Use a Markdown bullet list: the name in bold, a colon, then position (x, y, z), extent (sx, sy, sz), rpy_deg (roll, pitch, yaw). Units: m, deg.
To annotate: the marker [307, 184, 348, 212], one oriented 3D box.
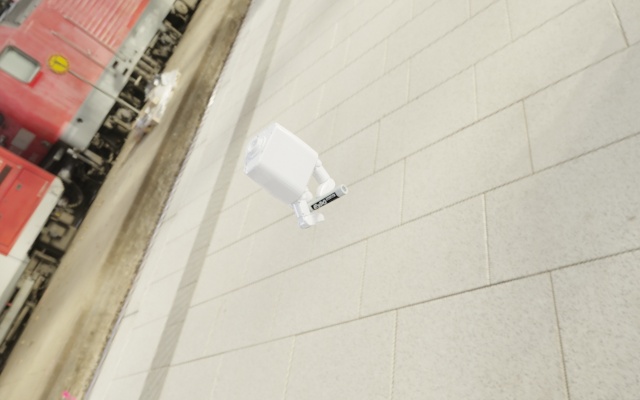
- **marker**: position (0.000, 0.003, 0.879), extent (0.121, 0.020, 0.020), rpy_deg (-28, -18, 37)
